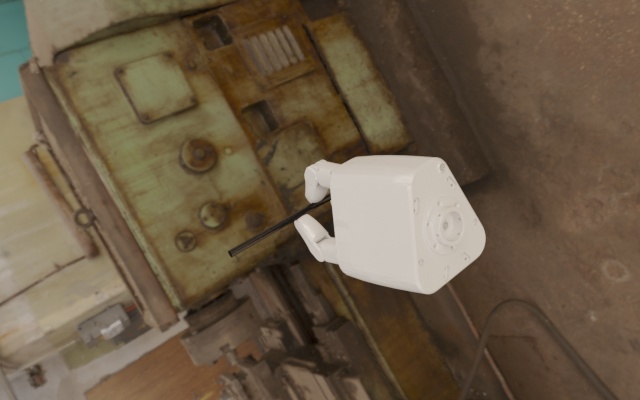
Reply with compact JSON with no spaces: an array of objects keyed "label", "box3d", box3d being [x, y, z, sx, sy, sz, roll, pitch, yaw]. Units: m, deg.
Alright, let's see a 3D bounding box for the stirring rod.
[{"label":"stirring rod","box3d":[0.000,0.002,0.542,0.239,0.011,0.011,-30,15,-28]}]
